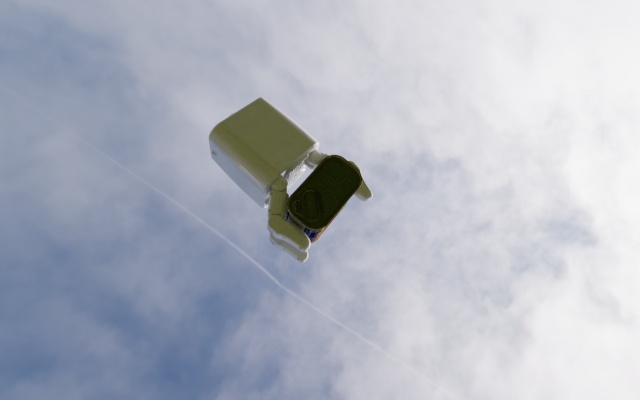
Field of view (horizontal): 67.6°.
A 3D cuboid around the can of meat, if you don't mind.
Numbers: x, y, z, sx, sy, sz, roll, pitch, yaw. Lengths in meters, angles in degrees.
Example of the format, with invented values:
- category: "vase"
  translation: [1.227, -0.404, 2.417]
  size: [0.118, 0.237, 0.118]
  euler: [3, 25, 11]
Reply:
- category: "can of meat"
  translation: [0.000, 0.002, 0.619]
  size: [0.057, 0.102, 0.084]
  euler: [39, -20, 5]
